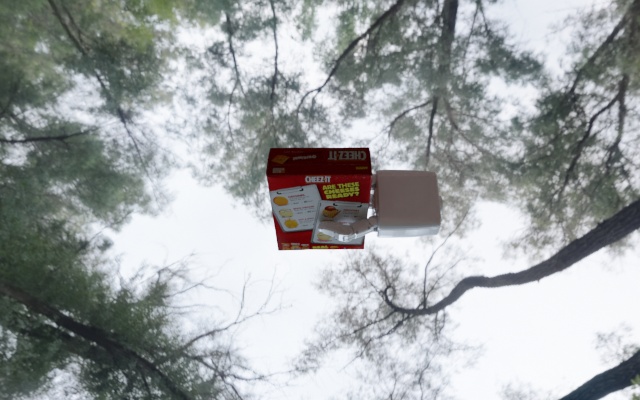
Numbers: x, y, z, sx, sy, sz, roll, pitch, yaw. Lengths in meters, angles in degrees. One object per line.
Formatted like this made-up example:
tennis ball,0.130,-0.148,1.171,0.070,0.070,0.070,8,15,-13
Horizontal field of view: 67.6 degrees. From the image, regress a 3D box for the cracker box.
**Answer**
cracker box,0.000,0.003,0.824,0.164,0.072,0.214,-1,-39,1
